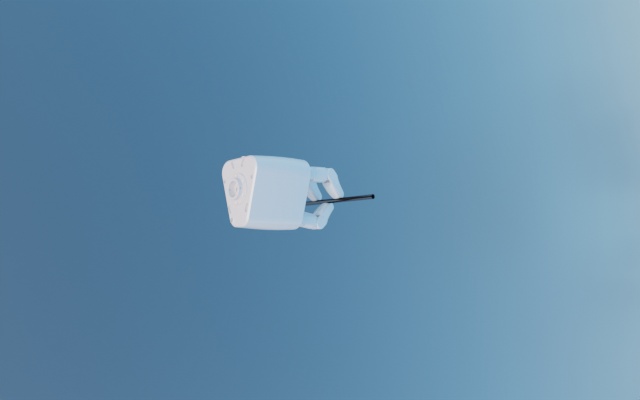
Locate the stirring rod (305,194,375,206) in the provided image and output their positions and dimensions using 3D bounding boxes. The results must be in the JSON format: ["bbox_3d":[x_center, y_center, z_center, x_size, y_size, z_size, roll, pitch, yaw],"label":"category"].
[{"bbox_3d":[0.000,0.003,0.842,0.011,0.011,0.239,0,-4,-44],"label":"stirring rod"}]
